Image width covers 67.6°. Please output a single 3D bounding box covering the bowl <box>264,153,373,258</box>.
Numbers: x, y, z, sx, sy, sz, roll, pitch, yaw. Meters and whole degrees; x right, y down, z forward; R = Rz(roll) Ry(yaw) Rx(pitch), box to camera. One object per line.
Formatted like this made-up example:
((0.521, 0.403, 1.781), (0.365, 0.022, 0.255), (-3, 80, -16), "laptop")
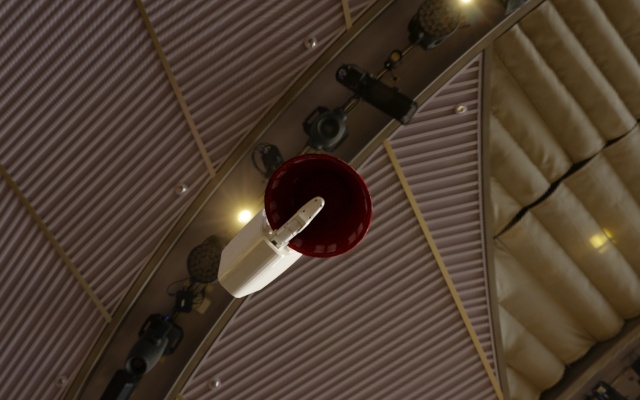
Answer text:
((0.001, 0.002, 0.718), (0.162, 0.162, 0.055), (0, 18, 13), "bowl")
